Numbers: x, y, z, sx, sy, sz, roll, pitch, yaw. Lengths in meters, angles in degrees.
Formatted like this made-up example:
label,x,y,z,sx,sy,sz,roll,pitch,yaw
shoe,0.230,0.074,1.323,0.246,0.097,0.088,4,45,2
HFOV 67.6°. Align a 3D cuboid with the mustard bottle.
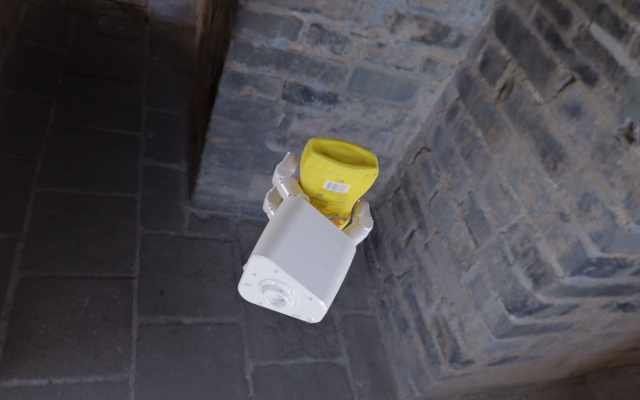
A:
label,x,y,z,sx,sy,sz,roll,pitch,yaw
mustard bottle,0.000,0.002,0.660,0.096,0.058,0.192,11,-44,-16
